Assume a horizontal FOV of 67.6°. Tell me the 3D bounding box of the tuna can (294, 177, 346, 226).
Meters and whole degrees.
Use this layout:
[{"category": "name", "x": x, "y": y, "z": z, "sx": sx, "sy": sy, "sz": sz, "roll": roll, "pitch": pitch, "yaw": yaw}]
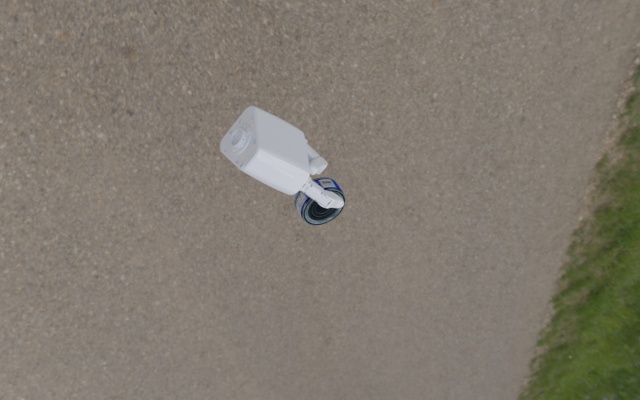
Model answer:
[{"category": "tuna can", "x": 0.000, "y": 0.003, "z": 0.836, "sx": 0.086, "sy": 0.086, "sz": 0.033, "roll": 0, "pitch": 40, "yaw": -32}]
